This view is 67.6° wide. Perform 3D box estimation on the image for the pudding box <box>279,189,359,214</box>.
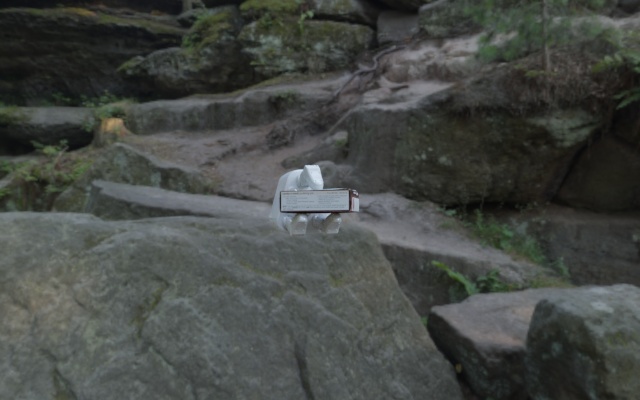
[{"bbox_3d":[0.000,0.002,0.756,0.113,0.039,0.090,-3,-2,12],"label":"pudding box"}]
